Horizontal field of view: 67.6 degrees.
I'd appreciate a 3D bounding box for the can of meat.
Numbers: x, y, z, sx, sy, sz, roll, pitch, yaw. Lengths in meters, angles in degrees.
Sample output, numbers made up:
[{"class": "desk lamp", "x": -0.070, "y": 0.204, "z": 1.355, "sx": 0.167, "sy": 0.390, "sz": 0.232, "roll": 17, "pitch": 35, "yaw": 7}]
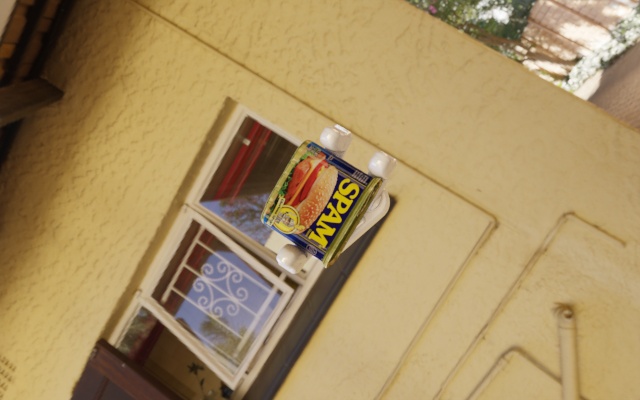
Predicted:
[{"class": "can of meat", "x": 0.000, "y": 0.001, "z": 0.479, "sx": 0.084, "sy": 0.102, "sz": 0.057, "roll": 32, "pitch": 6, "yaw": 11}]
